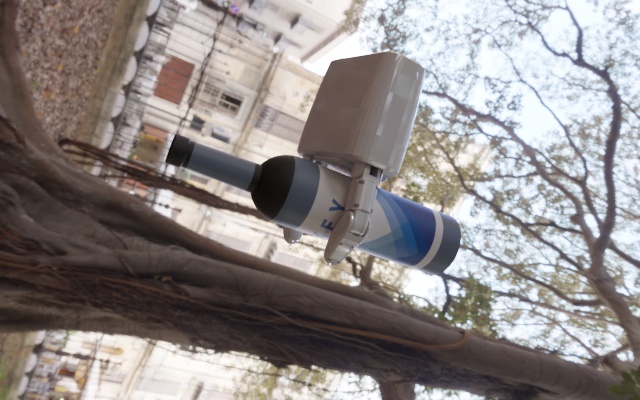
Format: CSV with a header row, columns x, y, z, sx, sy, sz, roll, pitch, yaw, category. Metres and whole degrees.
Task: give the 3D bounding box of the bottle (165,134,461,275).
x,y,z,sx,sy,sz,roll,pitch,yaw,category
0.000,0.002,0.463,0.296,0.069,0.069,20,-7,-21,bottle
